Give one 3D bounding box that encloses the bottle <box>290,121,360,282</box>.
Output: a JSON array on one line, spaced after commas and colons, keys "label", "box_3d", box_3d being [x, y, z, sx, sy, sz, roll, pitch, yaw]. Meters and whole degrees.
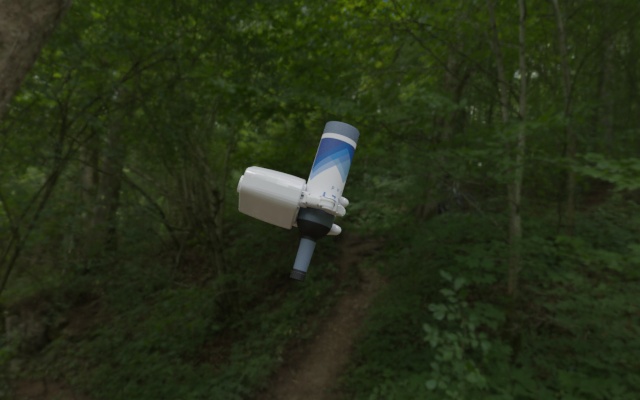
[{"label": "bottle", "box_3d": [0.000, 0.003, 0.874, 0.069, 0.295, 0.069, 16, -11, 3]}]
